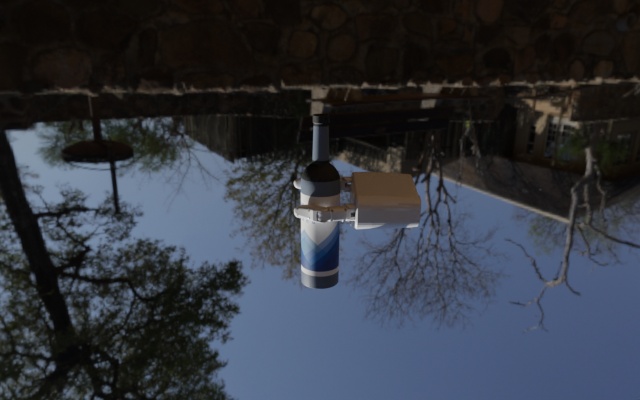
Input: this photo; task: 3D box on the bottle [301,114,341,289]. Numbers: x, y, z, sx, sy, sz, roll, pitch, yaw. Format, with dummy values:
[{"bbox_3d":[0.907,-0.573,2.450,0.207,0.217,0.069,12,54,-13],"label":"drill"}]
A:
[{"bbox_3d":[0.000,0.003,0.810,0.069,0.296,0.069,0,17,0],"label":"bottle"}]
